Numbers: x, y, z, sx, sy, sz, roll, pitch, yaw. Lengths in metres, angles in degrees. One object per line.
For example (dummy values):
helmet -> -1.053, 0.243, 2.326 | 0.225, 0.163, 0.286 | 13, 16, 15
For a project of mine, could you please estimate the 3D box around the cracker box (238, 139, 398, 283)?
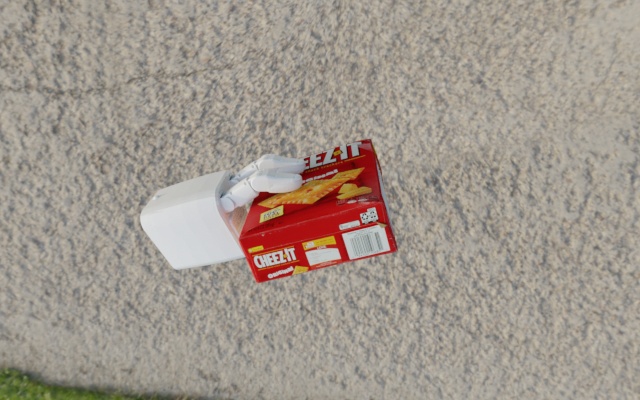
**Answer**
cracker box -> 0.000, 0.002, 0.603 | 0.164, 0.072, 0.213 | -14, 24, 9
